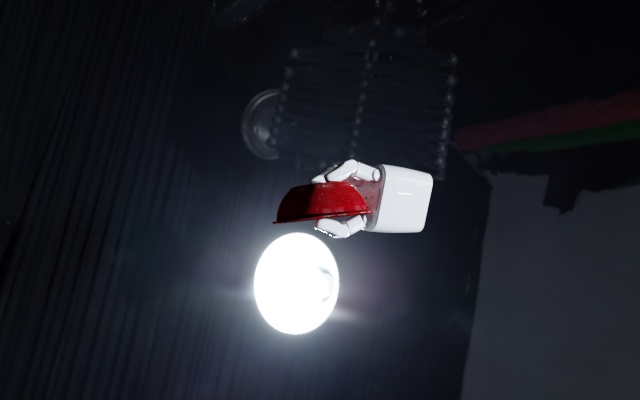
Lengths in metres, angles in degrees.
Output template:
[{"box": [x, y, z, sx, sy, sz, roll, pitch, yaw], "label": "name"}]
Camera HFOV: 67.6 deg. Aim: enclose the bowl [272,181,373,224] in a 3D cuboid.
[{"box": [-0.001, 0.002, 0.765, 0.162, 0.055, 0.162, -7, -3, 0], "label": "bowl"}]
